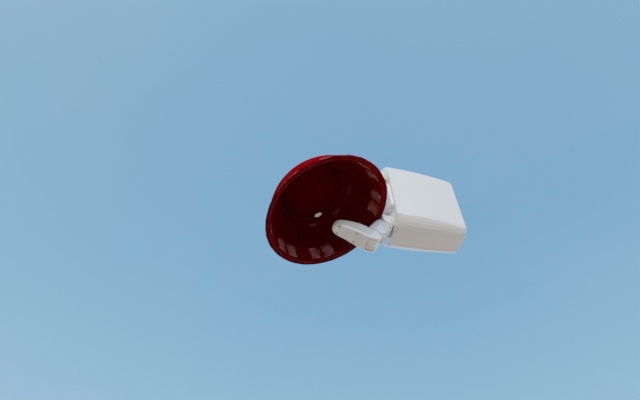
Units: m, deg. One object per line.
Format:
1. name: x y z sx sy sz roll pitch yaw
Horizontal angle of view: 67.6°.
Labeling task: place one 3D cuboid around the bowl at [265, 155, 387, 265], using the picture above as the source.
1. bowl: -0.001 0.001 0.596 0.162 0.162 0.055 0 34 -29
